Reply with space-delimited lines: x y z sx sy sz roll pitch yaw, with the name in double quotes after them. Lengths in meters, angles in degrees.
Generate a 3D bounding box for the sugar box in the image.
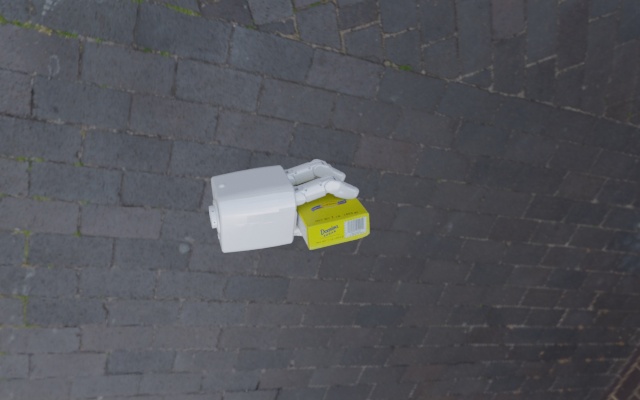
0.000 0.002 0.735 0.093 0.048 0.176 -12 33 -14 "sugar box"
